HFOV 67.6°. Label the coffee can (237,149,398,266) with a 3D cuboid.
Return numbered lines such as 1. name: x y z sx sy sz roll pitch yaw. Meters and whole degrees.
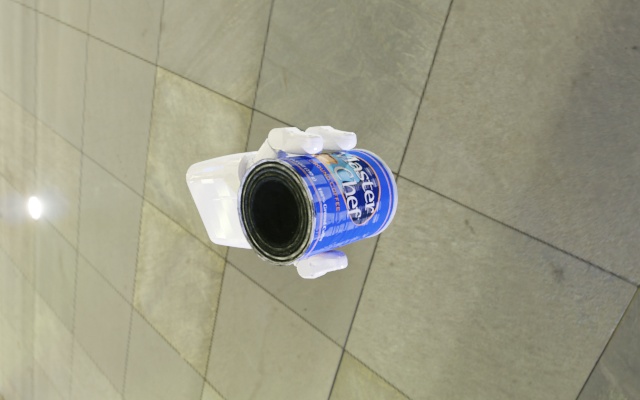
1. coffee can: 0.000 0.002 0.497 0.103 0.103 0.140 0 8 41
